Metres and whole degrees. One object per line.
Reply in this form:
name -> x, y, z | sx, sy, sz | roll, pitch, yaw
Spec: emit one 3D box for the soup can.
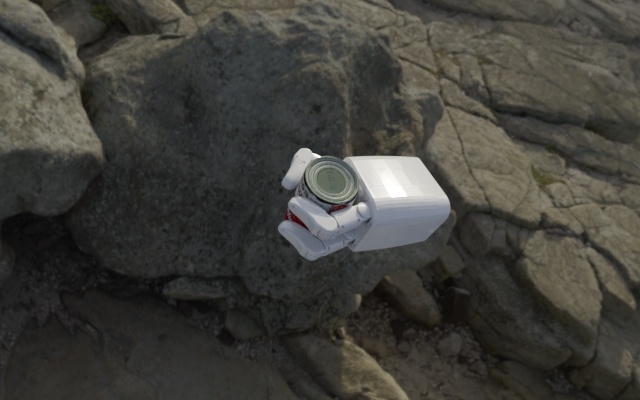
soup can -> 0.000, 0.002, 0.580 | 0.068, 0.068, 0.102 | 0, -31, -19
